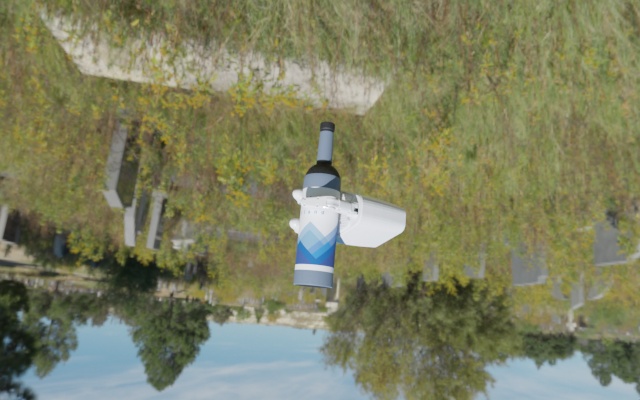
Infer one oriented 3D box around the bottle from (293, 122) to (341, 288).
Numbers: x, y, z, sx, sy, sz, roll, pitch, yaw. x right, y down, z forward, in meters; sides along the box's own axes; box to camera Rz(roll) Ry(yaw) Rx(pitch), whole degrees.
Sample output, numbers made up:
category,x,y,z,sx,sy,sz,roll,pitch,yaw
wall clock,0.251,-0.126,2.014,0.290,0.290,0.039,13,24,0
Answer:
category,x,y,z,sx,sy,sz,roll,pitch,yaw
bottle,0.000,0.003,0.843,0.069,0.295,0.069,5,-13,1
